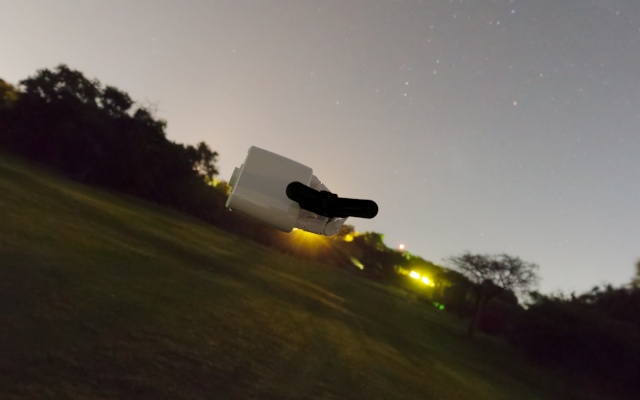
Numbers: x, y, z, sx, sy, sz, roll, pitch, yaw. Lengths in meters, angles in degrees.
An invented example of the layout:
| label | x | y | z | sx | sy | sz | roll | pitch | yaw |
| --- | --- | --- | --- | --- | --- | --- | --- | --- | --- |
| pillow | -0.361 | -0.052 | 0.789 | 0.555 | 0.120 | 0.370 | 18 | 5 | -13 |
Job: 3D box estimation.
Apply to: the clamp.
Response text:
| label | x | y | z | sx | sy | sz | roll | pitch | yaw |
| --- | --- | --- | --- | --- | --- | --- | --- | --- | --- |
| clamp | 0.000 | 0.002 | 0.672 | 0.120 | 0.039 | 0.171 | 21 | -9 | -12 |
